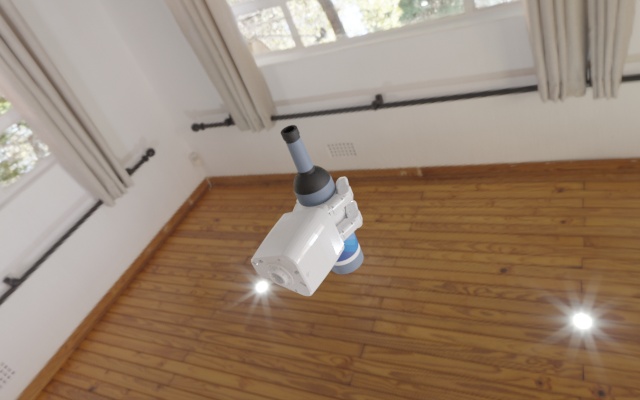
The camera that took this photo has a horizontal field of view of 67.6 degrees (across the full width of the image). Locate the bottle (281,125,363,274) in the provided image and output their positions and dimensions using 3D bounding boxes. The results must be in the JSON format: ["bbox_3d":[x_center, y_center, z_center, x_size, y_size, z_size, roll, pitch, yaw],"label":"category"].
[{"bbox_3d":[0.000,0.003,0.812,0.069,0.296,0.069,-16,35,12],"label":"bottle"}]
